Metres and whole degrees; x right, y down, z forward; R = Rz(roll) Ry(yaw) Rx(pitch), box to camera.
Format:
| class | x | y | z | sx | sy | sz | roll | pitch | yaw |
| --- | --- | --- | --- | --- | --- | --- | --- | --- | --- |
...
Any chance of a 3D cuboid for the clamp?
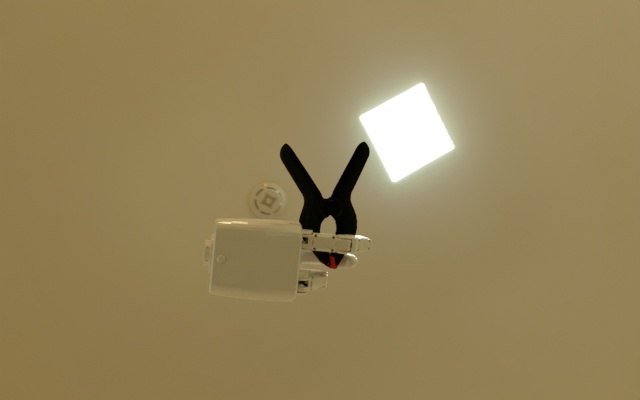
| class | x | y | z | sx | sy | sz | roll | pitch | yaw |
| --- | --- | --- | --- | --- | --- | --- | --- | --- | --- |
| clamp | 0.000 | 0.002 | 0.623 | 0.120 | 0.171 | 0.039 | 5 | 1 | -12 |
